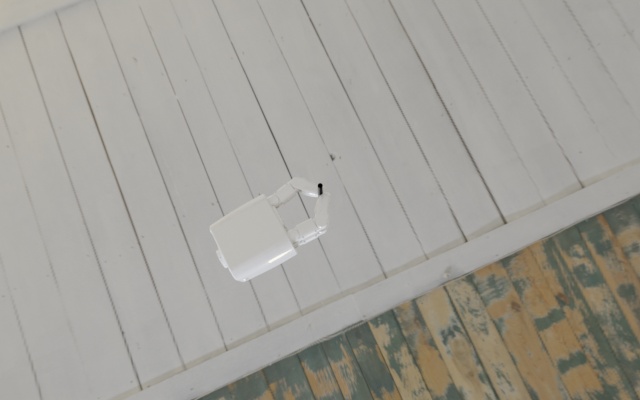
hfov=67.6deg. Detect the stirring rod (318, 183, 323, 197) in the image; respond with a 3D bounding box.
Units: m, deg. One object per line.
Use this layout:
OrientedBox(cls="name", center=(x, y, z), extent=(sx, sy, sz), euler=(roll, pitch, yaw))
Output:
OrientedBox(cls="stirring rod", center=(0.000, 0.003, 0.835), extent=(0.011, 0.011, 0.239), euler=(0, -12, 0))
